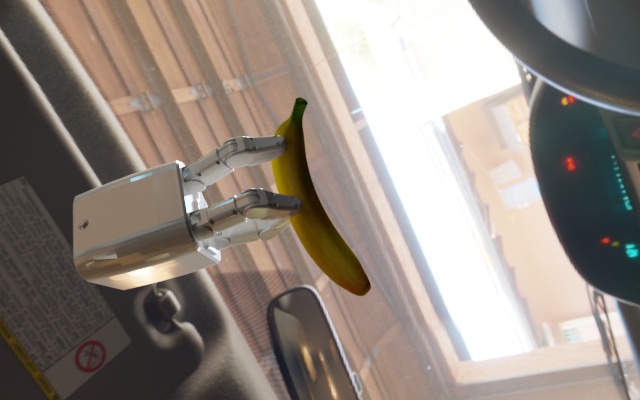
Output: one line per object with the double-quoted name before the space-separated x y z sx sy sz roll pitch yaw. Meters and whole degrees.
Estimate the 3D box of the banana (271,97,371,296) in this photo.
"banana" -0.009 0.004 0.467 0.037 0.197 0.070 -16 -9 -31
